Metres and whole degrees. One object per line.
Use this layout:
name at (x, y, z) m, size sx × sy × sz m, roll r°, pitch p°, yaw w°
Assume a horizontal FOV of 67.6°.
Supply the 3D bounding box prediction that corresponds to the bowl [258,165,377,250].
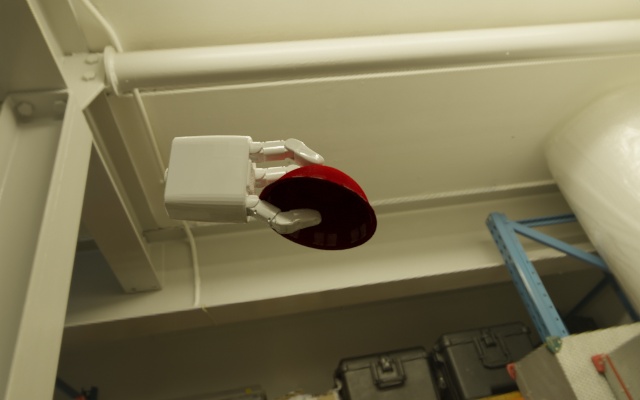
bowl at (0.001, 0.002, 0.649) m, size 0.162 × 0.055 × 0.162 m, roll 9°, pitch -37°, yaw 7°
